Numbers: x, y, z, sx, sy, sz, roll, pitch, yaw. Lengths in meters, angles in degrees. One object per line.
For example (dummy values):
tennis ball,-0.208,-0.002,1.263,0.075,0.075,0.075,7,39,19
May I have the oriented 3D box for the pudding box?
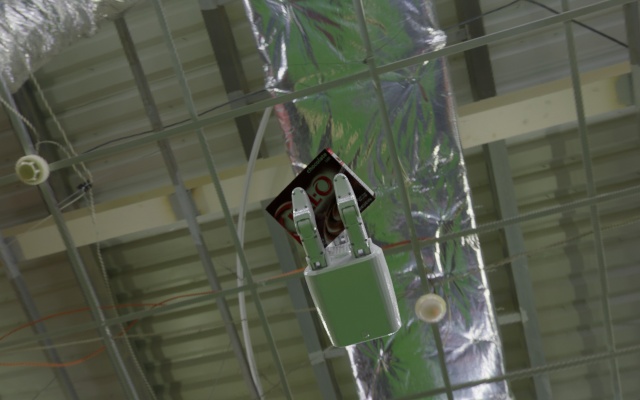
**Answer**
pudding box,0.000,0.002,0.608,0.090,0.113,0.039,44,10,-3
